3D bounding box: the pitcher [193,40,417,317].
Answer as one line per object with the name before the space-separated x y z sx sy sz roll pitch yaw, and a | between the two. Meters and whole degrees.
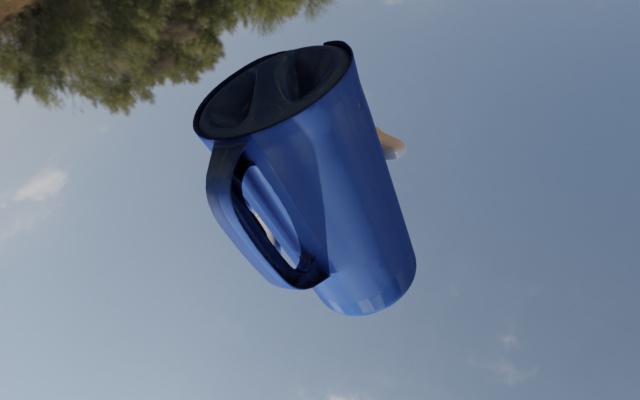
pitcher | 0.000 0.001 0.422 0.149 0.243 0.145 -31 36 -4
